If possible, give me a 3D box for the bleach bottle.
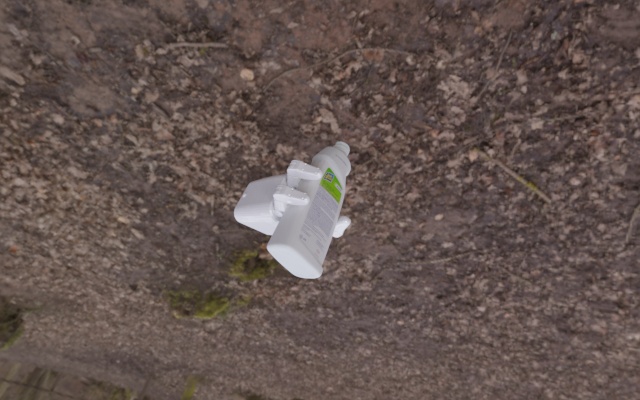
[{"bbox_3d":[0.000,0.003,0.831,0.068,0.250,0.103,-6,-43,41],"label":"bleach bottle"}]
